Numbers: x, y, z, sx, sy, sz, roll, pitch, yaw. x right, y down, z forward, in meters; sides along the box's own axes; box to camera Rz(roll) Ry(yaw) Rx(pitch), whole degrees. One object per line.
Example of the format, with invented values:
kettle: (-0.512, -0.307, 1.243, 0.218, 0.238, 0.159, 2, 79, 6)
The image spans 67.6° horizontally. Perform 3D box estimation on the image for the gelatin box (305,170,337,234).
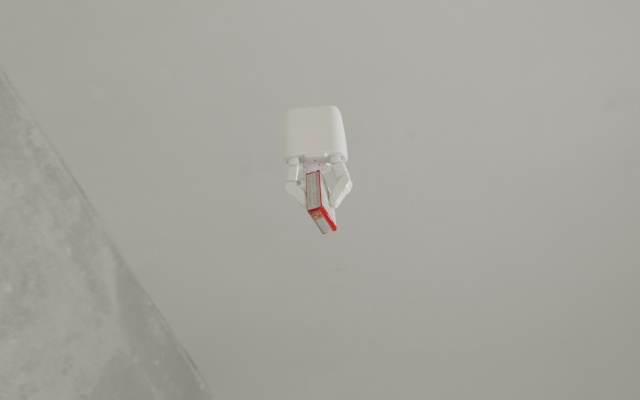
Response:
gelatin box: (0.001, 0.003, 0.840, 0.030, 0.089, 0.073, -17, -41, 14)
